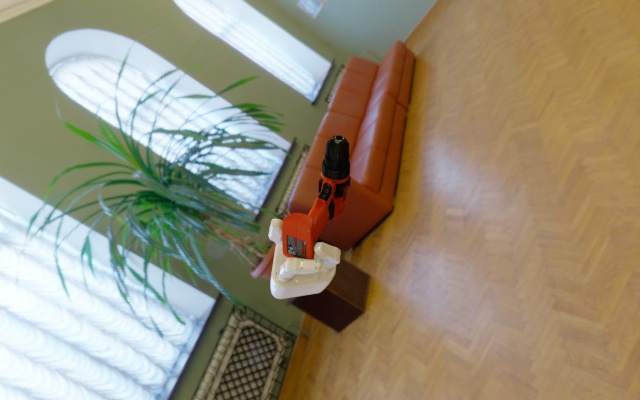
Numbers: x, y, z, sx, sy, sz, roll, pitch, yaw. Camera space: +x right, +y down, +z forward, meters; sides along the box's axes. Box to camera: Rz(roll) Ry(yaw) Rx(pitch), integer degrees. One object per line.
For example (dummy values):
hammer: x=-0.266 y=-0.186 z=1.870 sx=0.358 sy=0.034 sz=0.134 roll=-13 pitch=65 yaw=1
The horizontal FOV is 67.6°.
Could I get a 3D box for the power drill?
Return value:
power drill: x=0.000 y=0.003 z=0.818 sx=0.057 sy=0.185 sz=0.187 roll=19 pitch=46 yaw=17
